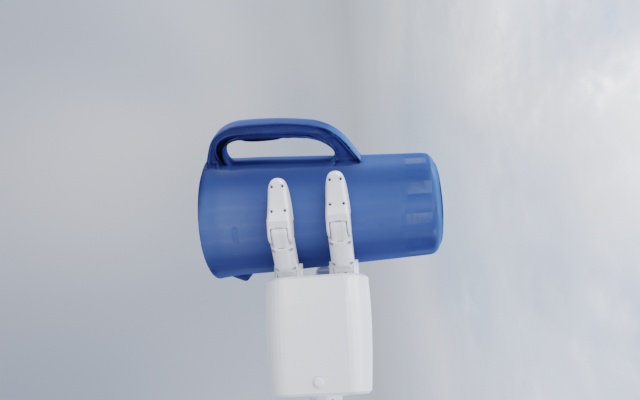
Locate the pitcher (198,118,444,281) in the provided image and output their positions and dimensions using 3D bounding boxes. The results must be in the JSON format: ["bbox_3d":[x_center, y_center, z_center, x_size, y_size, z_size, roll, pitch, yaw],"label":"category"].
[{"bbox_3d":[0.000,0.002,0.508,0.243,0.145,0.149,-4,-19,5],"label":"pitcher"}]
